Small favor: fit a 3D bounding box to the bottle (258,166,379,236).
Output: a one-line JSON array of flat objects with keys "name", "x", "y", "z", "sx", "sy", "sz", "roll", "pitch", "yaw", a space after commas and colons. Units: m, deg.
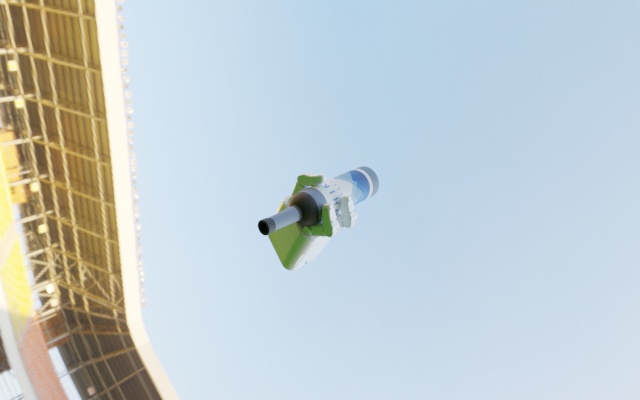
[{"name": "bottle", "x": 0.000, "y": 0.003, "z": 0.885, "sx": 0.069, "sy": 0.069, "sz": 0.295, "roll": 0, "pitch": 17, "yaw": 42}]
